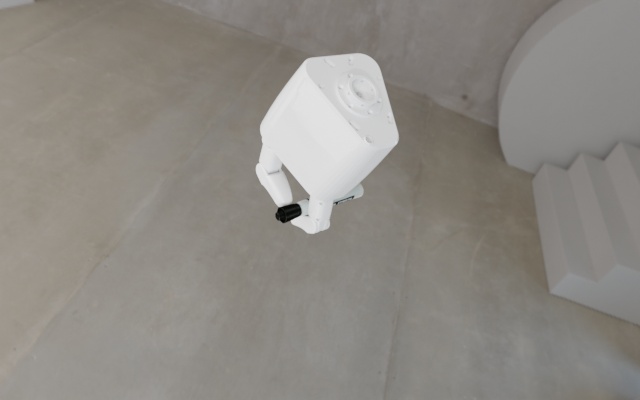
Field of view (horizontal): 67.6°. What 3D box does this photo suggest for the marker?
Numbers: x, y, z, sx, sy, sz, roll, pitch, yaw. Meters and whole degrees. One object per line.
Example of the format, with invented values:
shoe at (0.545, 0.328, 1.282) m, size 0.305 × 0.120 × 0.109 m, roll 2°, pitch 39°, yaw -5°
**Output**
marker at (0.000, 0.002, 0.554) m, size 0.121 × 0.020 × 0.020 m, roll -18°, pitch 11°, yaw -35°
